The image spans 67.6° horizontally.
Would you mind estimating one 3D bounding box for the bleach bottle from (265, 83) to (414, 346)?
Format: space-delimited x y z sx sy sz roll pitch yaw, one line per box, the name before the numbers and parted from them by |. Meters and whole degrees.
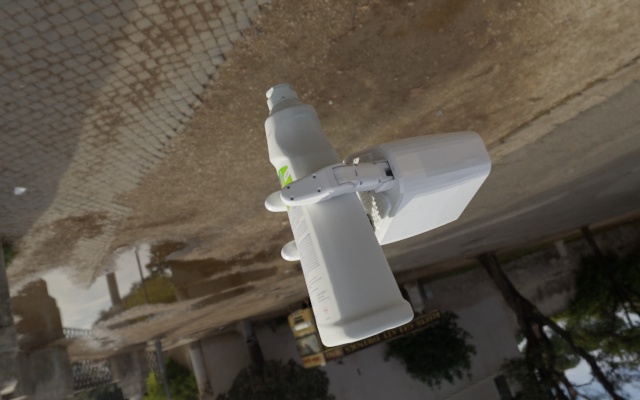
bleach bottle | 0.000 0.002 0.443 0.068 0.250 0.103 -13 -15 -21
